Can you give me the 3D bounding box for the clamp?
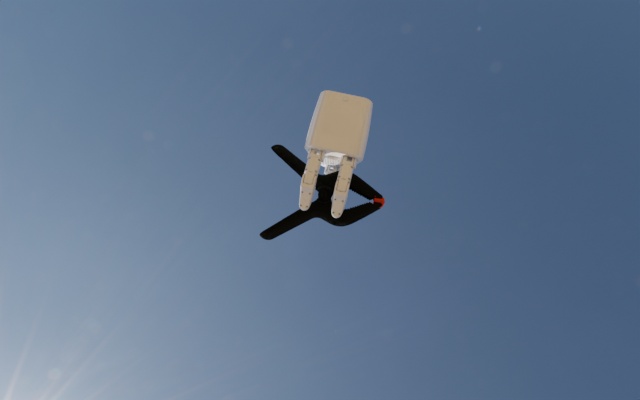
[{"bbox_3d":[0.001,0.003,0.807,0.210,0.164,0.036,12,-8,5],"label":"clamp"}]
